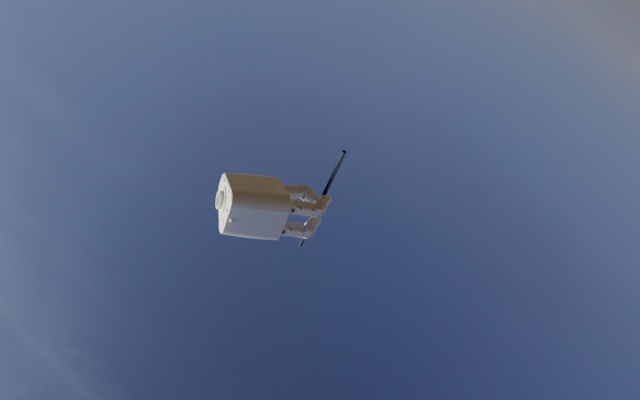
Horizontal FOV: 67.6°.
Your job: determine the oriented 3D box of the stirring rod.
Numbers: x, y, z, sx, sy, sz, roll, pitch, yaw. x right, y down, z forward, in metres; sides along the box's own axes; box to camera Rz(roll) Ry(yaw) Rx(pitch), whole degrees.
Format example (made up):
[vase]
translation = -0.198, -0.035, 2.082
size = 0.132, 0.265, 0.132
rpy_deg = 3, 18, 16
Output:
[stirring rod]
translation = 0.000, 0.003, 0.894
size = 0.011, 0.240, 0.011
rpy_deg = 16, 38, -12
